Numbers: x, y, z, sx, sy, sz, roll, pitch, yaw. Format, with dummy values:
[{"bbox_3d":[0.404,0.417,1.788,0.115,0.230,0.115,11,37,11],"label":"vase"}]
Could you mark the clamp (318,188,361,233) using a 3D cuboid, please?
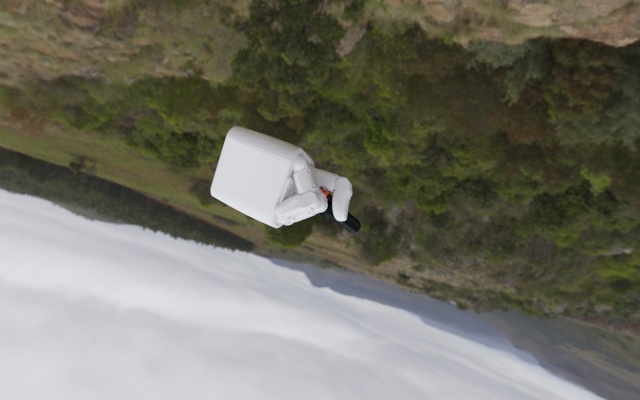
[{"bbox_3d":[0.000,0.003,0.746,0.120,0.039,0.171,26,-8,17],"label":"clamp"}]
